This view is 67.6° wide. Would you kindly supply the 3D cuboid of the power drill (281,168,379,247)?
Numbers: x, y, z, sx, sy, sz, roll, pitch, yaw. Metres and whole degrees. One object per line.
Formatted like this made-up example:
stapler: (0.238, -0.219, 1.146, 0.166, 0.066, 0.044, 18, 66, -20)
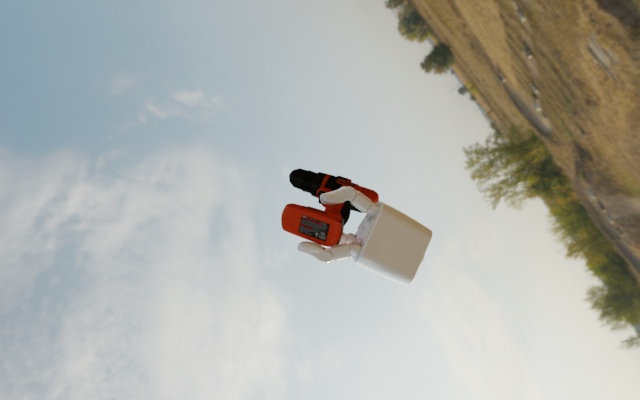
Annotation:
power drill: (0.000, 0.003, 0.871, 0.184, 0.057, 0.187, 17, 29, 15)
